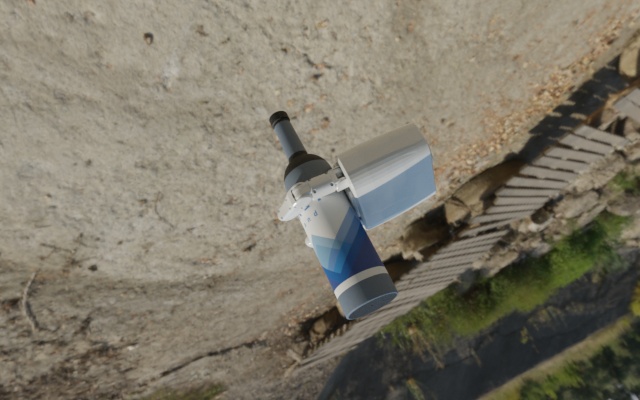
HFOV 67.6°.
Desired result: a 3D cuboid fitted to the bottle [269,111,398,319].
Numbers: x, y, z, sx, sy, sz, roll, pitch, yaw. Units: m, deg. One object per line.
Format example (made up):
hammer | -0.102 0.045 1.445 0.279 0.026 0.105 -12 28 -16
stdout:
bottle | 0.000 0.002 0.608 0.069 0.295 0.069 -22 -25 -11
